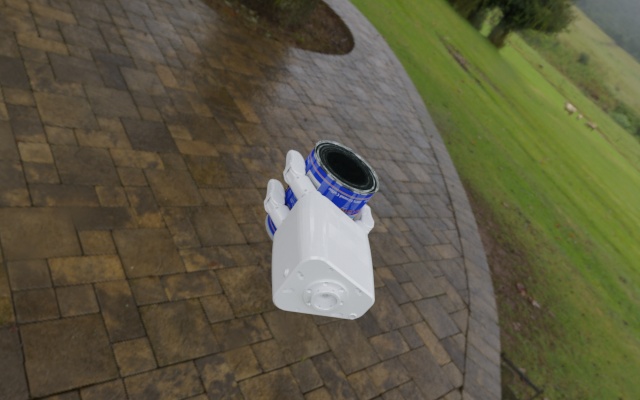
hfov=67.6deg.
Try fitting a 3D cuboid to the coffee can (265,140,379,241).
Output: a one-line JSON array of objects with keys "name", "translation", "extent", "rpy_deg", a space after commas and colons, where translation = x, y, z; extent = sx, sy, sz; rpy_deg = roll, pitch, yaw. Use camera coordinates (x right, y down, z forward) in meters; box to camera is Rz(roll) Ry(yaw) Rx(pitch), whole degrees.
[{"name": "coffee can", "translation": [0.000, 0.002, 0.666], "extent": [0.103, 0.102, 0.140], "rpy_deg": [0, -44, -45]}]
